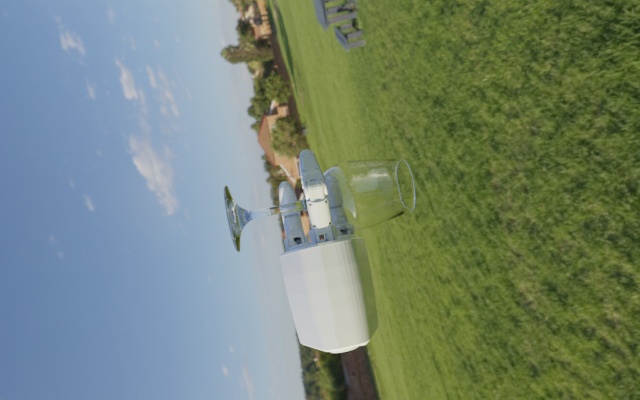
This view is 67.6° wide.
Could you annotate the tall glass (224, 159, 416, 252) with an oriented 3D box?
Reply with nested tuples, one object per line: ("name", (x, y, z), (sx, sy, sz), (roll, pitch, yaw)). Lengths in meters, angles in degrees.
("tall glass", (-0.001, 0.002, 0.531), (0.201, 0.079, 0.079), (-11, 1, -5))
